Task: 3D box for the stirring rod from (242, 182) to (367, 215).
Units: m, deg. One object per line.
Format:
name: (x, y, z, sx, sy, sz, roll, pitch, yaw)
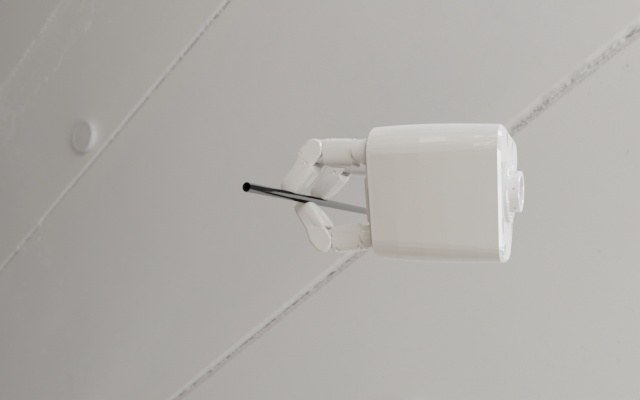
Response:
stirring rod: (0.000, 0.002, 0.484, 0.011, 0.011, 0.239, 0, -6, 30)
